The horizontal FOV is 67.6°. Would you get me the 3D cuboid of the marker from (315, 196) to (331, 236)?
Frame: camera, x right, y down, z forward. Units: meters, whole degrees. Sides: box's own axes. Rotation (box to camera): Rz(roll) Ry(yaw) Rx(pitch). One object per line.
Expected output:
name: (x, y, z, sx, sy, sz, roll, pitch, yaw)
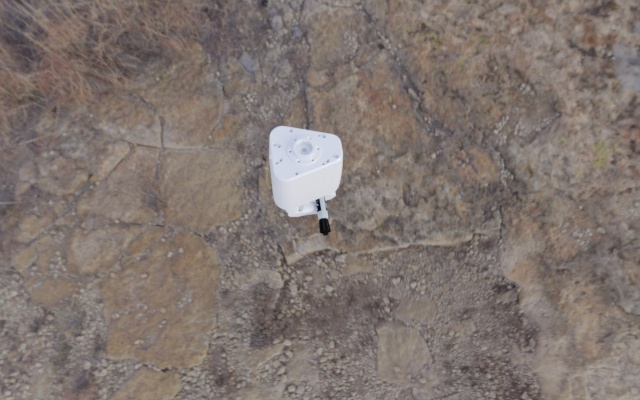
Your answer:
marker: (0.000, 0.003, 0.825, 0.020, 0.121, 0.020, -8, -21, -3)
